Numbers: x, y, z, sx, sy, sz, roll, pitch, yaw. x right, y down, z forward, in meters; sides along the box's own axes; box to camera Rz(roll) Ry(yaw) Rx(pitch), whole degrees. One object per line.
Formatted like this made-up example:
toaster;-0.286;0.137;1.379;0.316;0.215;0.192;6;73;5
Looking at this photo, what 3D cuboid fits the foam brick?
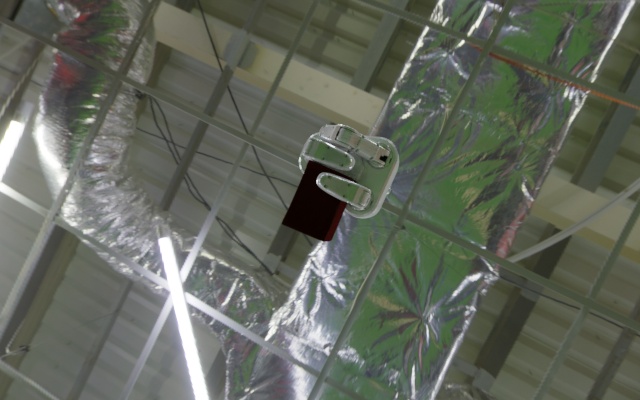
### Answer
foam brick;0.000;0.002;0.537;0.053;0.078;0.051;24;1;11
